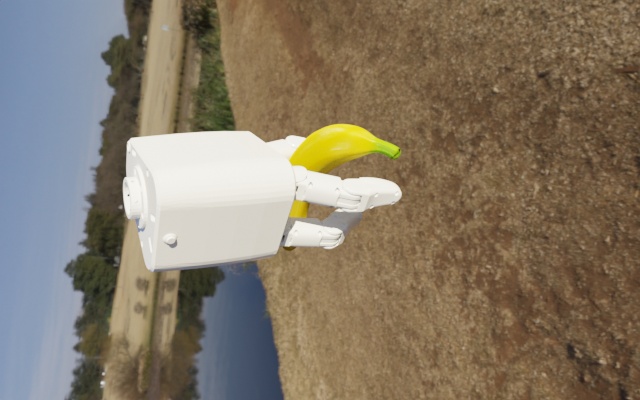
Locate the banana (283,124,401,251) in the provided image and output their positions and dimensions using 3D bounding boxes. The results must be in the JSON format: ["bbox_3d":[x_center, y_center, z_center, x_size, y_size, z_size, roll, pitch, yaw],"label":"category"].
[{"bbox_3d":[-0.008,-0.016,0.459,0.037,0.069,0.198,-24,-14,-40],"label":"banana"}]
